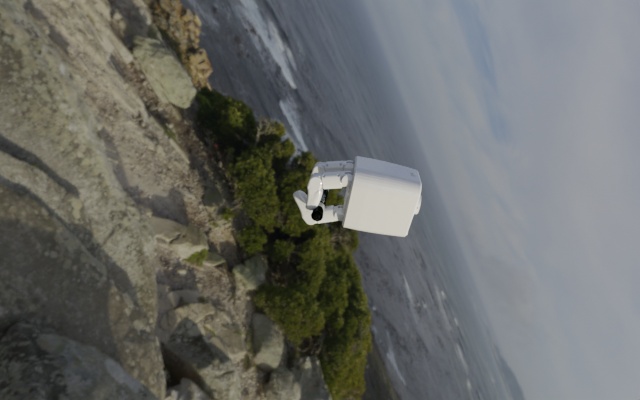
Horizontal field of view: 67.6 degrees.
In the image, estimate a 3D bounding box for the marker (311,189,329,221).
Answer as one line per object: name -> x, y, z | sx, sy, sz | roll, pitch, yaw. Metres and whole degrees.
marker -> 0.000, 0.003, 0.790 | 0.020, 0.020, 0.121 | 0, 23, 6
